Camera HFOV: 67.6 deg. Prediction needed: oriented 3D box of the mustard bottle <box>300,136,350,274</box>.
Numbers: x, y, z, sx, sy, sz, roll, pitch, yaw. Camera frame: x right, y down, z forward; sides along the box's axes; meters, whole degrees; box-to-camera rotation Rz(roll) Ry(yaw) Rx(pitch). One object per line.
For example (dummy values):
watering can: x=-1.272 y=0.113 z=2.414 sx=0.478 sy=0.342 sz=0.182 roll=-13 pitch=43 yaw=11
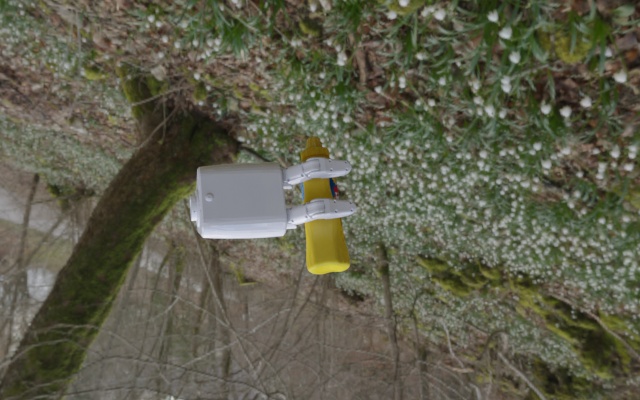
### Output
mustard bottle: x=0.000 y=0.002 z=0.665 sx=0.058 sy=0.191 sz=0.096 roll=-9 pitch=-15 yaw=6
